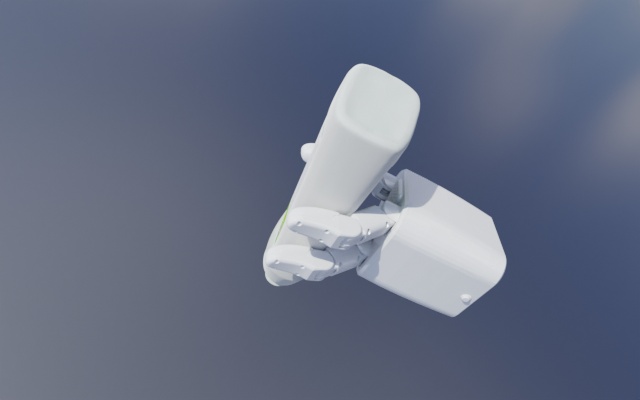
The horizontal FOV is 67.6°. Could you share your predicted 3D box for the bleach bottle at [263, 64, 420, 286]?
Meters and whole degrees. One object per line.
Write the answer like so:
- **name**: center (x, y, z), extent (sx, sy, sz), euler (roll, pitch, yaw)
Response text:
- **bleach bottle**: center (0.000, 0.002, 0.455), extent (0.068, 0.102, 0.251), euler (28, -46, -4)
